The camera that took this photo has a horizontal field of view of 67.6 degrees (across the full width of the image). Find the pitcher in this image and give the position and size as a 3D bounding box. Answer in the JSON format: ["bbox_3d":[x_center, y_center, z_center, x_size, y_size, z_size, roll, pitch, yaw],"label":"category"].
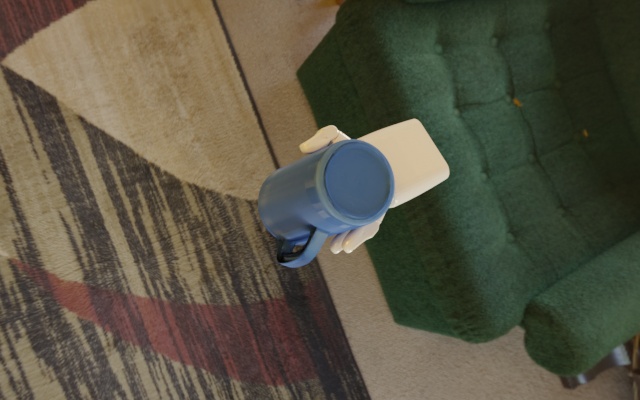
[{"bbox_3d":[0.000,0.002,0.680,0.145,0.149,0.243,-25,2,-22],"label":"pitcher"}]
